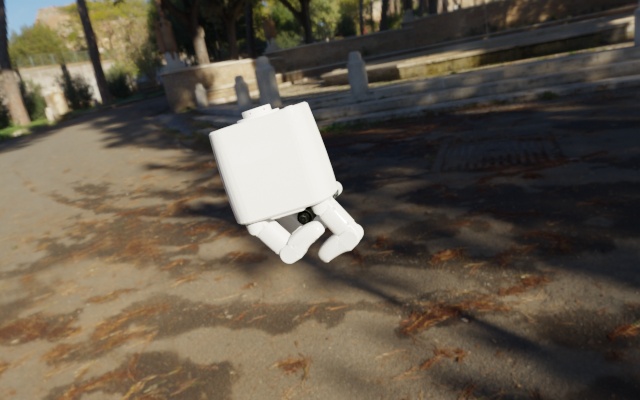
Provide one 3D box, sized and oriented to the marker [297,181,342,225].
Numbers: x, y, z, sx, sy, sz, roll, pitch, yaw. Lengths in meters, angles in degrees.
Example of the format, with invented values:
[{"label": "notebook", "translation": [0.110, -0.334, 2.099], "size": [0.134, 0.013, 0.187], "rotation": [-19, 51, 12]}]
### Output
[{"label": "marker", "translation": [0.000, 0.002, 0.570], "size": [0.020, 0.020, 0.121], "rotation": [0, 18, 20]}]
